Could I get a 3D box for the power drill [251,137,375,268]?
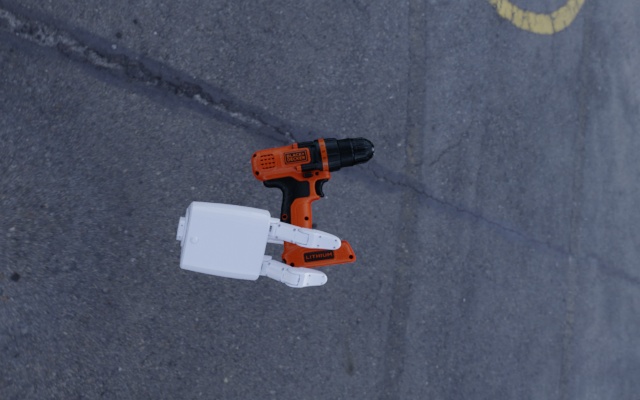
[{"bbox_3d":[0.000,0.003,0.701,0.184,0.187,0.057,-9,-9,-2],"label":"power drill"}]
